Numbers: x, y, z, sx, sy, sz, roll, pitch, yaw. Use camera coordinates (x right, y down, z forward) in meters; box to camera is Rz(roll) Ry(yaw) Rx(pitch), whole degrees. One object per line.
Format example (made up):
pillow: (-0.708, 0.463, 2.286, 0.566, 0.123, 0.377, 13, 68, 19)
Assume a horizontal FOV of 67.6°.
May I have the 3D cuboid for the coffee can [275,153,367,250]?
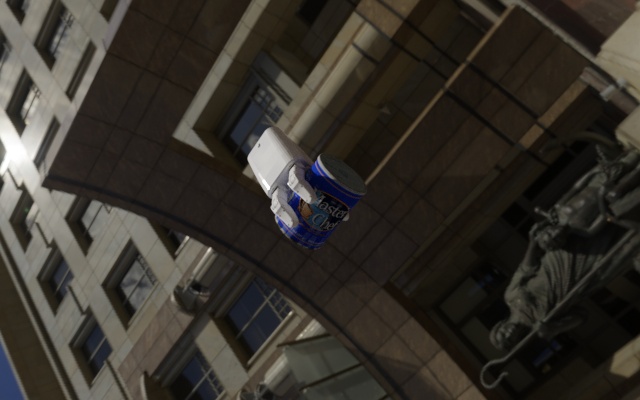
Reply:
coffee can: (0.000, 0.003, 0.844, 0.103, 0.140, 0.102, 32, 22, -15)
